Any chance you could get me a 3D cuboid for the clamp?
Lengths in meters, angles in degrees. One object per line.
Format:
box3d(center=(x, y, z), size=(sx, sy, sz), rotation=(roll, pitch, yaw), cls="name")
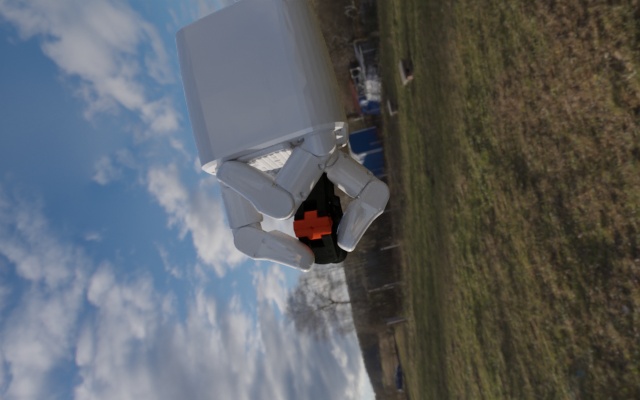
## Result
box3d(center=(-0.001, 0.002, 0.425), size=(0.039, 0.120, 0.171), rotation=(-15, -5, 3), cls="clamp")
